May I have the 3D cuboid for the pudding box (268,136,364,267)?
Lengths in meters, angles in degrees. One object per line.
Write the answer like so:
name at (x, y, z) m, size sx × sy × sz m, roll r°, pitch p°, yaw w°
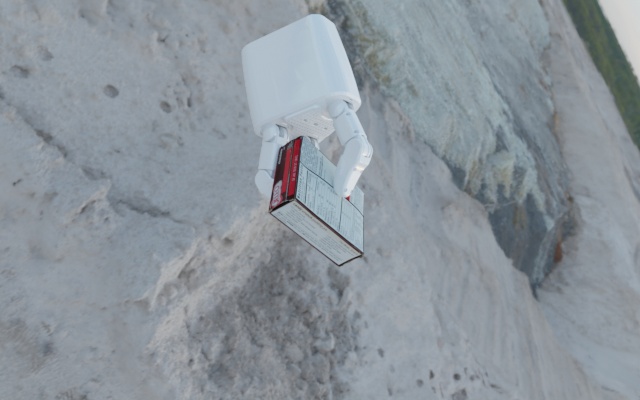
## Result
pudding box at (0.000, 0.001, 0.492) m, size 0.039 × 0.090 × 0.113 m, roll -27°, pitch -51°, yaw 32°
